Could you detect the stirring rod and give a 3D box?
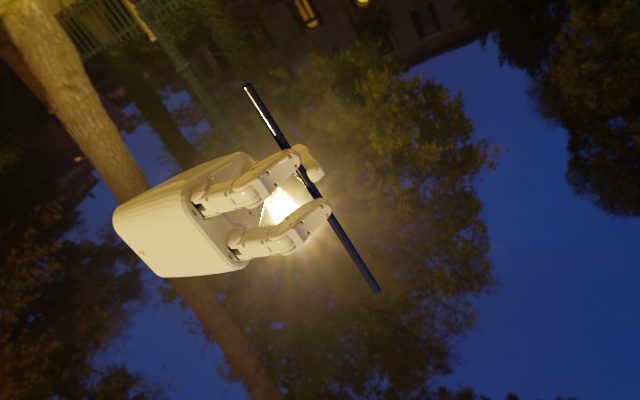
[{"bbox_3d":[0.000,0.001,0.423,0.011,0.240,0.011,-24,29,15],"label":"stirring rod"}]
